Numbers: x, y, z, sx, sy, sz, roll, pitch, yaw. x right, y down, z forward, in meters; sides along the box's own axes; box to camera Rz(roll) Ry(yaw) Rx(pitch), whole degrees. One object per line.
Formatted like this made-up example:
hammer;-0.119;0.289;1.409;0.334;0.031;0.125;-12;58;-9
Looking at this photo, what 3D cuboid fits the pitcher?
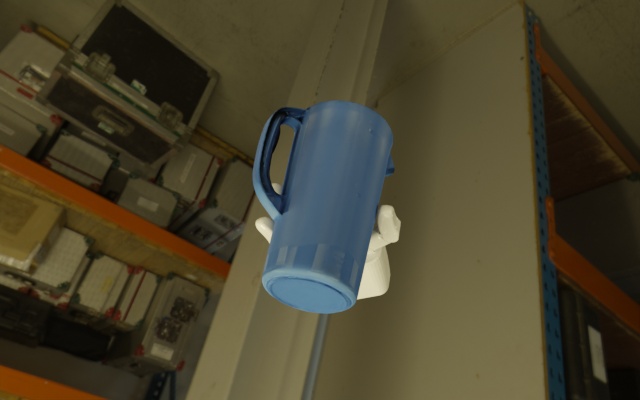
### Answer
pitcher;0.000;0.002;0.582;0.149;0.242;0.145;2;-35;17
